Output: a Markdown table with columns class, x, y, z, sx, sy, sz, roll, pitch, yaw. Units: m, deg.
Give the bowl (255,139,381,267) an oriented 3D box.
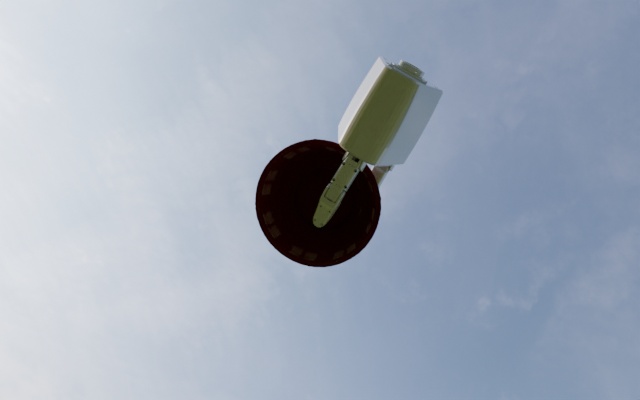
| class | x | y | z | sx | sy | sz | roll | pitch | yaw |
| --- | --- | --- | --- | --- | --- | --- | --- | --- | --- |
| bowl | -0.001 | 0.003 | 0.621 | 0.162 | 0.162 | 0.055 | 0 | 6 | 12 |
